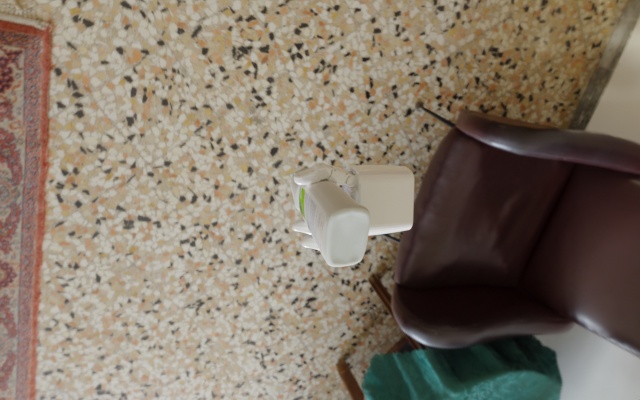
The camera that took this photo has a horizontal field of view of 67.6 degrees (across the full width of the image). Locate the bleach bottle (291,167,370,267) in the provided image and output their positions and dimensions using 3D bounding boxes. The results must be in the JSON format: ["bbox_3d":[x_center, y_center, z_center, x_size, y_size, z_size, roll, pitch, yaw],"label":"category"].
[{"bbox_3d":[0.000,0.003,0.787,0.068,0.103,0.250,-4,27,-19],"label":"bleach bottle"}]
